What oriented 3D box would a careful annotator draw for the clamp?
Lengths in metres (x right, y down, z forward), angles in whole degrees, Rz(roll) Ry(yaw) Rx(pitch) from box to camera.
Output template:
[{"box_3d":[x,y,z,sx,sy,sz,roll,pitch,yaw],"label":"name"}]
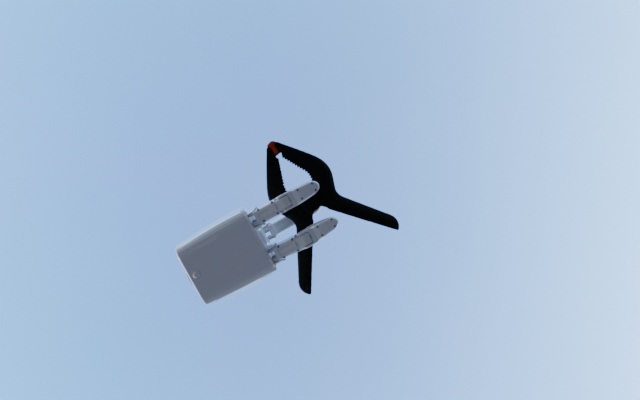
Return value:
[{"box_3d":[0.000,0.002,0.664,0.164,0.210,0.036,-29,2,-5],"label":"clamp"}]
